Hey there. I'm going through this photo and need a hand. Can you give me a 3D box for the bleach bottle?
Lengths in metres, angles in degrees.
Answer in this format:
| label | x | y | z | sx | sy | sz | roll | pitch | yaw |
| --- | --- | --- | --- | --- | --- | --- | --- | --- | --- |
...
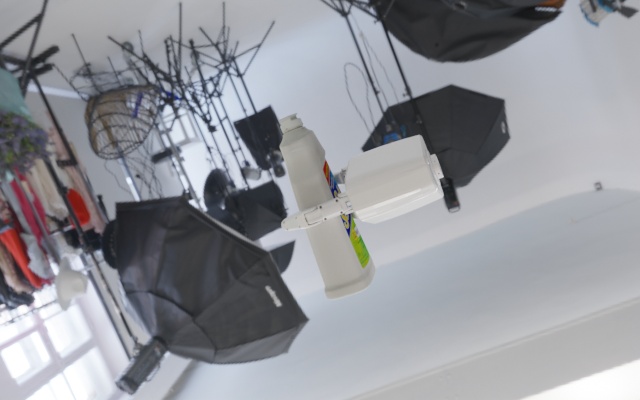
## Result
| label | x | y | z | sx | sy | sz | roll | pitch | yaw |
| --- | --- | --- | --- | --- | --- | --- | --- | --- | --- |
| bleach bottle | 0.000 | 0.002 | 0.661 | 0.068 | 0.251 | 0.102 | -20 | 6 | 17 |
